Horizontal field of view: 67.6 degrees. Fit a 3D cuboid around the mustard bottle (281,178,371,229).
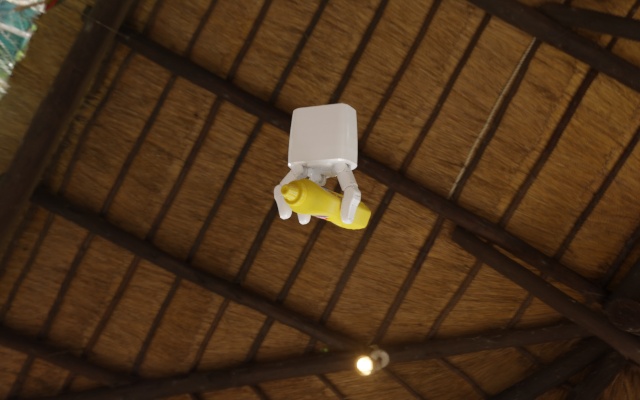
[{"bbox_3d":[0.000,0.003,0.814,0.096,0.058,0.192,22,1,38],"label":"mustard bottle"}]
